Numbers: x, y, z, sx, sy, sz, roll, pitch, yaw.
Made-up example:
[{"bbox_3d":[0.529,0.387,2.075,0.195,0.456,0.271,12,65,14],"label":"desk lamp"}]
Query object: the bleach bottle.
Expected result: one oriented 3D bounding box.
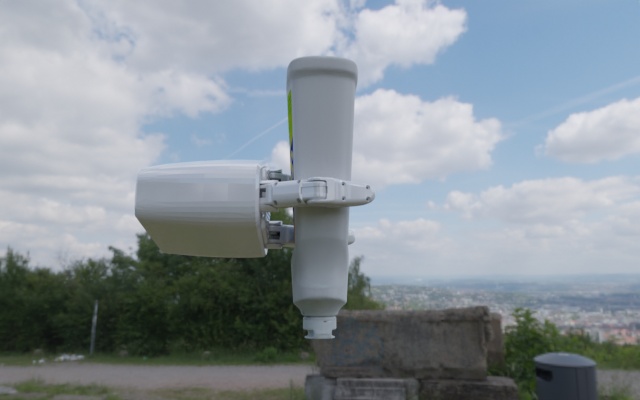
[{"bbox_3d":[0.000,0.001,0.453,0.068,0.250,0.102,1,-10,-3],"label":"bleach bottle"}]
